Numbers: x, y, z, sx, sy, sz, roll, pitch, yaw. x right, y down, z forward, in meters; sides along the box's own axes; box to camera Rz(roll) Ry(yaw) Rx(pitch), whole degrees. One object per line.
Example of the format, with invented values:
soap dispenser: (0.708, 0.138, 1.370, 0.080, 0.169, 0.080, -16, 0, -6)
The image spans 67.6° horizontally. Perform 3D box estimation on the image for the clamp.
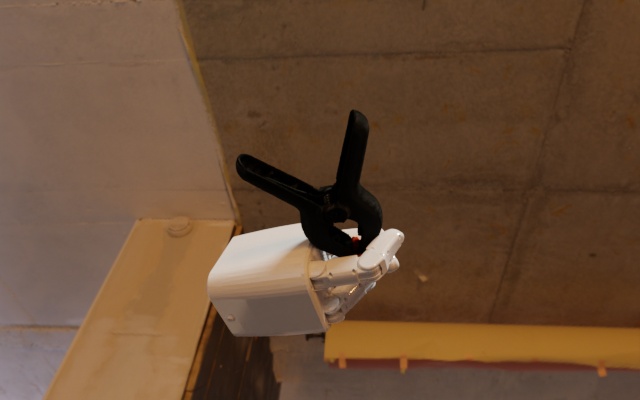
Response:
clamp: (0.000, 0.001, 0.447, 0.120, 0.172, 0.039, -9, 39, 13)
